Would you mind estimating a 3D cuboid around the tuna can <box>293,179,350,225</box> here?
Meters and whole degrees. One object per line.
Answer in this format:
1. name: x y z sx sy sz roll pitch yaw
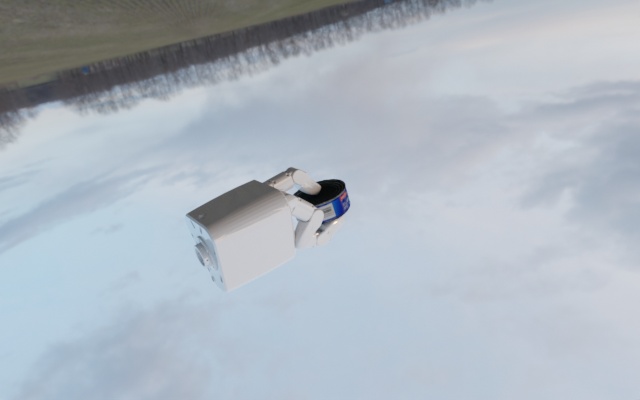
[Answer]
1. tuna can: 0.000 0.003 0.704 0.086 0.034 0.086 -15 23 7
